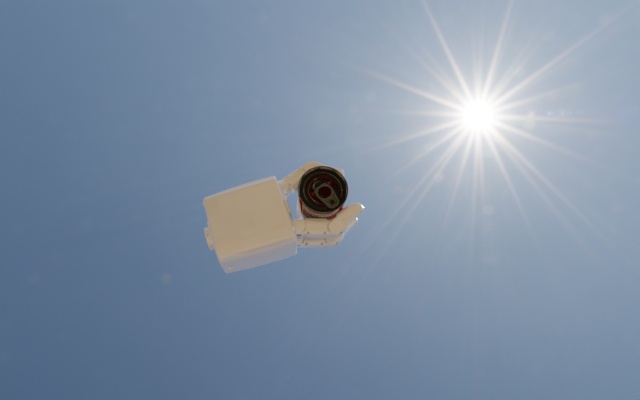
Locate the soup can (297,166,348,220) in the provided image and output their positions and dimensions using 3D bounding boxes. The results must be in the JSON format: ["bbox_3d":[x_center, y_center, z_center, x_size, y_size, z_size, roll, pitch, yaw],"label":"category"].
[{"bbox_3d":[0.001,0.002,0.683,0.068,0.068,0.102,0,-20,-4],"label":"soup can"}]
